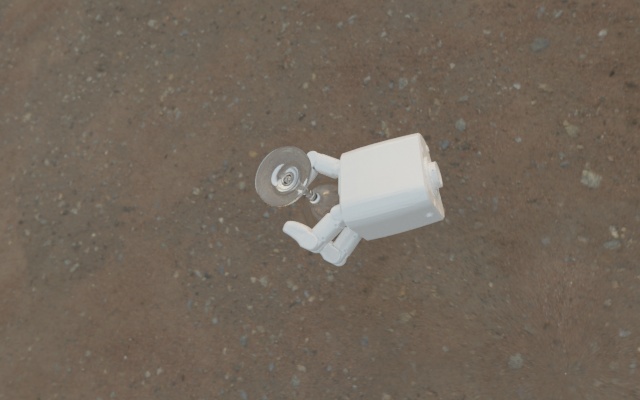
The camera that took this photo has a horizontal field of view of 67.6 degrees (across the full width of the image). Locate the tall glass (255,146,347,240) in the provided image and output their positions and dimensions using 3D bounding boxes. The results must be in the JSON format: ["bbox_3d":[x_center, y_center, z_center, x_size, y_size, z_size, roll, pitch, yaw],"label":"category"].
[{"bbox_3d":[0.000,0.002,0.631,0.079,0.079,0.201,0,-18,27],"label":"tall glass"}]
